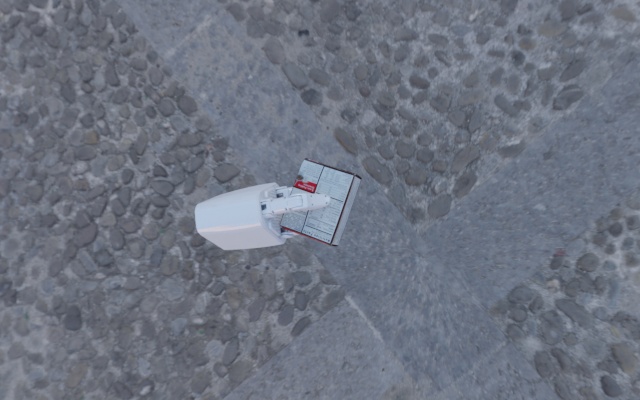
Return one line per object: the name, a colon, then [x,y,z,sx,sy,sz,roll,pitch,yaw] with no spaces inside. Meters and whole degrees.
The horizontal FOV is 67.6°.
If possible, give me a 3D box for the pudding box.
pudding box: [0.000,0.002,0.715,0.090,0.113,0.039,19,1,20]
